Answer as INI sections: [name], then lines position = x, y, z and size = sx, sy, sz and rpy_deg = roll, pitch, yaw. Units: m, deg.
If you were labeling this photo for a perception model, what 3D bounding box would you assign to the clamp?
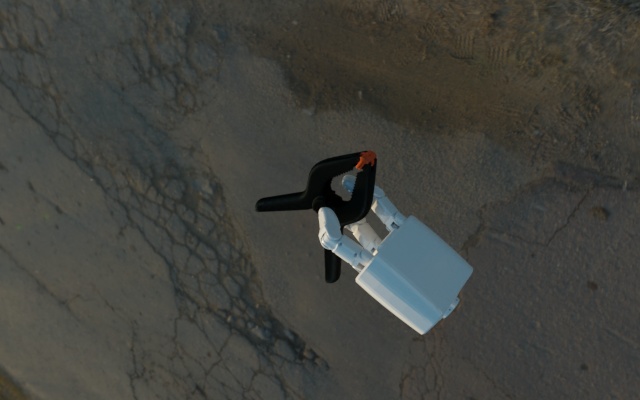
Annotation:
[clamp]
position = 0.000, 0.002, 0.651
size = 0.164, 0.210, 0.036
rpy_deg = 38, 38, 9
